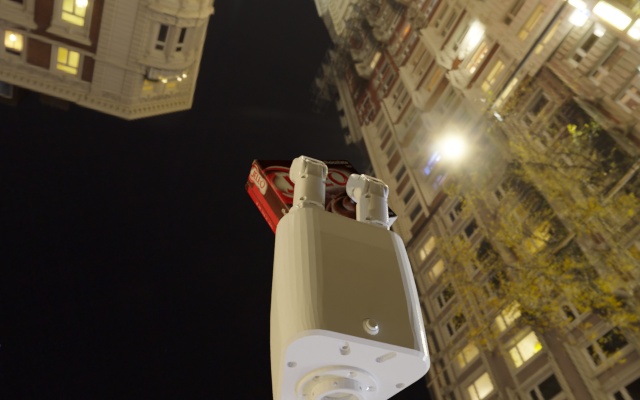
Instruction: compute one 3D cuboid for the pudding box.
[{"bbox_3d":[0.000,0.002,0.439,0.113,0.039,0.090,-2,42,-39],"label":"pudding box"}]
